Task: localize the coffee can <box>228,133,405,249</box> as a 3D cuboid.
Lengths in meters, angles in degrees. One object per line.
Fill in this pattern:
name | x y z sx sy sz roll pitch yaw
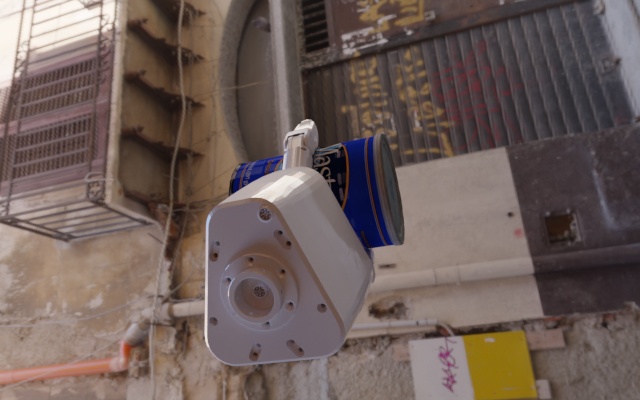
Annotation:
coffee can | 0.000 0.001 0.450 0.140 0.103 0.103 -10 -3 15
